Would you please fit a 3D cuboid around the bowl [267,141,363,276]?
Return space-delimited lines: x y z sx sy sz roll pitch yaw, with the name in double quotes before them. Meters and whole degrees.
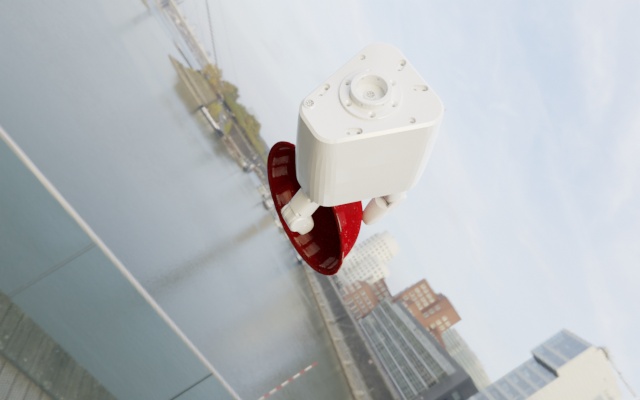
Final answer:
"bowl" 0.000 0.002 0.550 0.055 0.162 0.162 -23 10 -25
